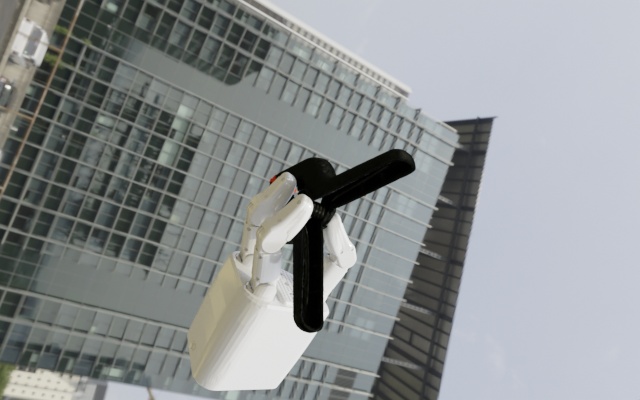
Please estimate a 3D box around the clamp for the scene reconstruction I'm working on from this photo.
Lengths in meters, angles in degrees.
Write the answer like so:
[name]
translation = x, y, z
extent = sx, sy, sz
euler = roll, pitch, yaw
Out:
[clamp]
translation = 0.000, 0.002, 0.454
extent = 0.036, 0.164, 0.210
euler = 29, 10, -28
